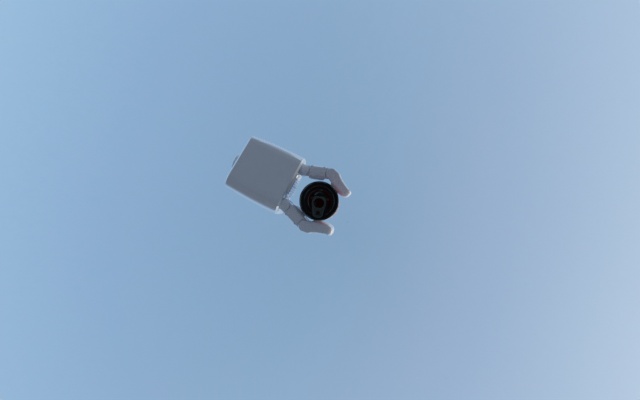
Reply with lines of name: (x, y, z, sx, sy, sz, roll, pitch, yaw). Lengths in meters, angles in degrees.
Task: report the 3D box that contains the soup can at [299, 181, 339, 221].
soup can: (0.001, 0.003, 0.859, 0.068, 0.068, 0.102, 0, -2, 3)
